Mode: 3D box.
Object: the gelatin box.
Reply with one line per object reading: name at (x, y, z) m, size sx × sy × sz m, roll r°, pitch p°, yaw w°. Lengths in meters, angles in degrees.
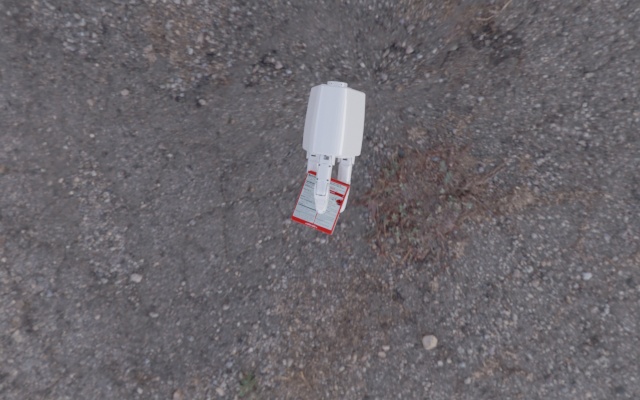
gelatin box at (0.000, 0.003, 0.794) m, size 0.073 × 0.089 × 0.030 m, roll 20°, pitch 6°, yaw 4°
